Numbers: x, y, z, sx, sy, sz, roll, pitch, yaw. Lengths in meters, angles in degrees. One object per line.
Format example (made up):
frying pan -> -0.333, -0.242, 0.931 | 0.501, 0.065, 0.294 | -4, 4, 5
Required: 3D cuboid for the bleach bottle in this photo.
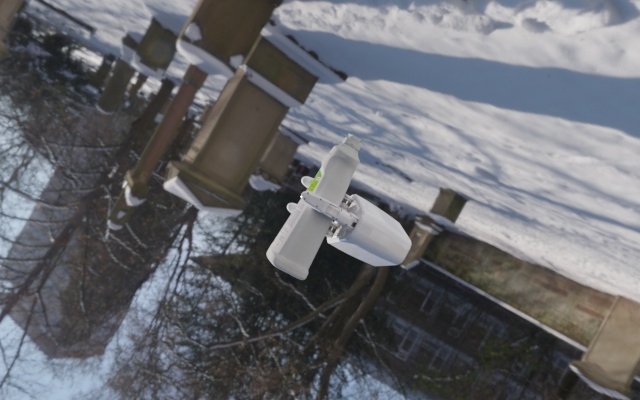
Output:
bleach bottle -> 0.000, 0.003, 0.803 | 0.068, 0.251, 0.102 | 30, -2, -16
